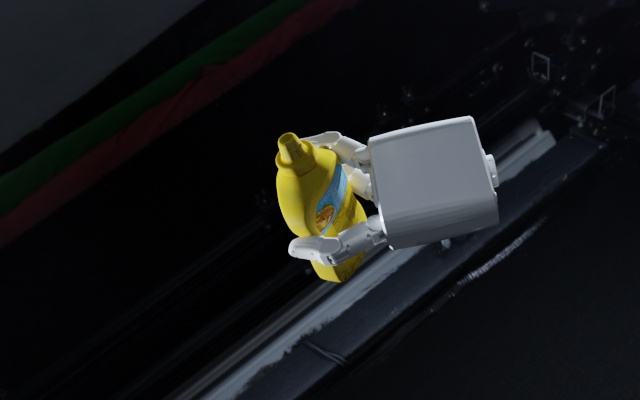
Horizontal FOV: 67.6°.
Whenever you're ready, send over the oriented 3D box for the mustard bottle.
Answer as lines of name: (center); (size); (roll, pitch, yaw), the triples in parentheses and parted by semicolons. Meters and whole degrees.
mustard bottle: (0.000, 0.002, 0.517); (0.058, 0.096, 0.192); (7, -35, 29)
